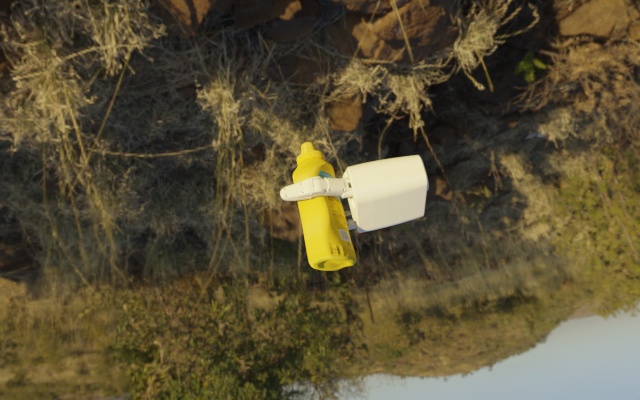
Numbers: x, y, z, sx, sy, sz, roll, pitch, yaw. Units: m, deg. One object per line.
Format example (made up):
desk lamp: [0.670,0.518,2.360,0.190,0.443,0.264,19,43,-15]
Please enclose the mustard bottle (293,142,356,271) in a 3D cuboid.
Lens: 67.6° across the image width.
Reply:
mustard bottle: [0.000,0.003,0.696,0.058,0.191,0.096,-21,-21,22]
